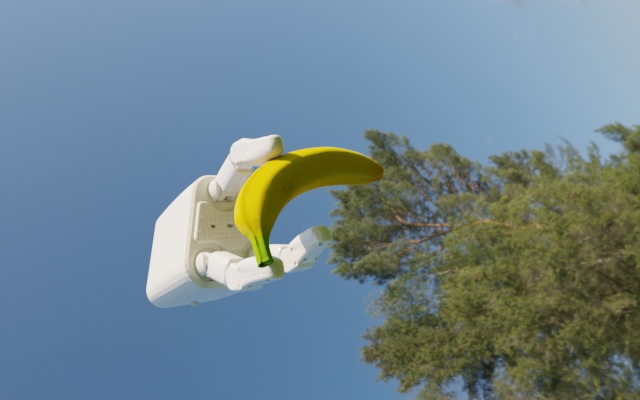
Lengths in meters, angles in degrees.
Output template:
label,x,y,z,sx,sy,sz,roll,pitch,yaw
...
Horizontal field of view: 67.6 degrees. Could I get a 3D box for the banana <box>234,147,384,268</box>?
label,x,y,z,sx,sy,sz,roll,pitch,yaw
banana,-0.012,-0.013,0.417,0.037,0.069,0.197,-33,2,43
